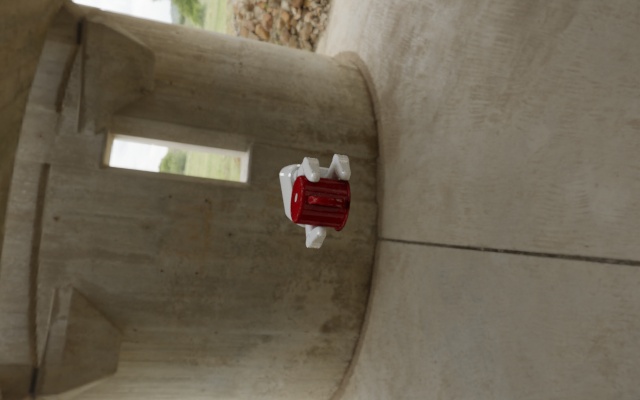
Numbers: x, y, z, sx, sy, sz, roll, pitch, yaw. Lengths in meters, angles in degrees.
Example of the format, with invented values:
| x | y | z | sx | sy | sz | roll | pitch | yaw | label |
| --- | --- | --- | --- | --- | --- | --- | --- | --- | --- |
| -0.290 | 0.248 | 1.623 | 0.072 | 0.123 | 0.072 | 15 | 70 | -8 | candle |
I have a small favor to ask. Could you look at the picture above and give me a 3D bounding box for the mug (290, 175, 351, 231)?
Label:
| x | y | z | sx | sy | sz | roll | pitch | yaw | label |
| --- | --- | --- | --- | --- | --- | --- | --- | --- | --- |
| 0.000 | 0.003 | 0.788 | 0.081 | 0.093 | 0.117 | 7 | 1 | -16 | mug |
